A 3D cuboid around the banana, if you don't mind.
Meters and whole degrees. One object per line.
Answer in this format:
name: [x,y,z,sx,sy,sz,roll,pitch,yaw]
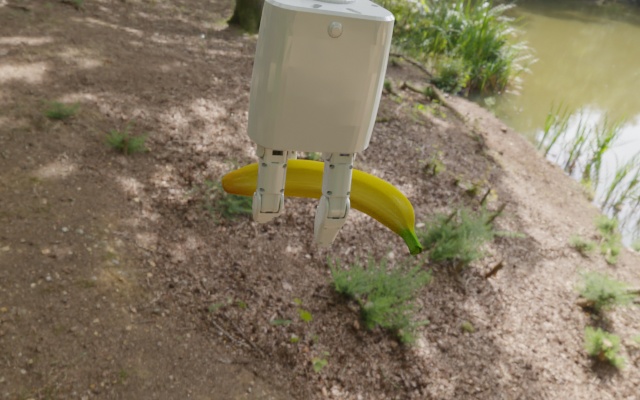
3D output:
banana: [0.008,-0.008,0.461,0.198,0.037,0.069,17,39,4]
